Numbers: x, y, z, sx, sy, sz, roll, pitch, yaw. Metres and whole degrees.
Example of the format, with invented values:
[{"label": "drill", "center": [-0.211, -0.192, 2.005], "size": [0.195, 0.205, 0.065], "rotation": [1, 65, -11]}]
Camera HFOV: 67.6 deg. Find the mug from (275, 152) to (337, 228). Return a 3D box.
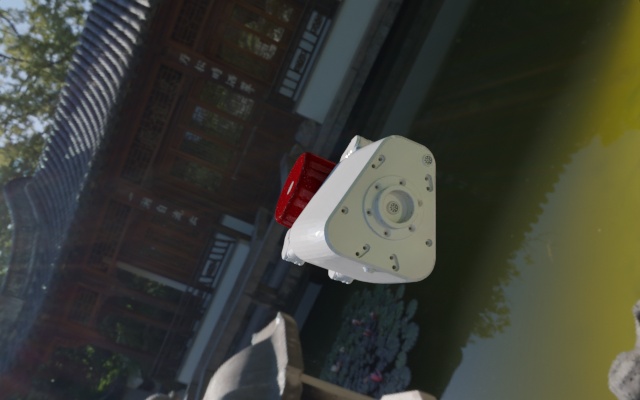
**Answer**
[{"label": "mug", "center": [-0.001, 0.002, 0.521], "size": [0.081, 0.093, 0.117], "rotation": [23, -14, -13]}]
